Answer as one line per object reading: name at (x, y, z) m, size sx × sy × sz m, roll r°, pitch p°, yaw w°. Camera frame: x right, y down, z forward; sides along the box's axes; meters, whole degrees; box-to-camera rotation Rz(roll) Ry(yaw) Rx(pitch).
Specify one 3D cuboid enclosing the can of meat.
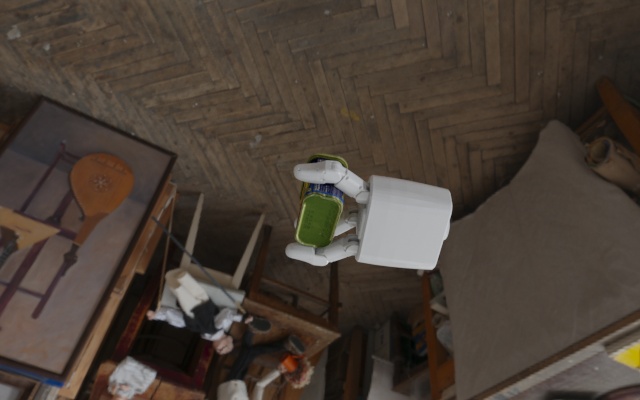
can of meat at (0.000, 0.002, 0.645) m, size 0.057 × 0.102 × 0.083 m, roll 11°, pitch 42°, yaw -4°
